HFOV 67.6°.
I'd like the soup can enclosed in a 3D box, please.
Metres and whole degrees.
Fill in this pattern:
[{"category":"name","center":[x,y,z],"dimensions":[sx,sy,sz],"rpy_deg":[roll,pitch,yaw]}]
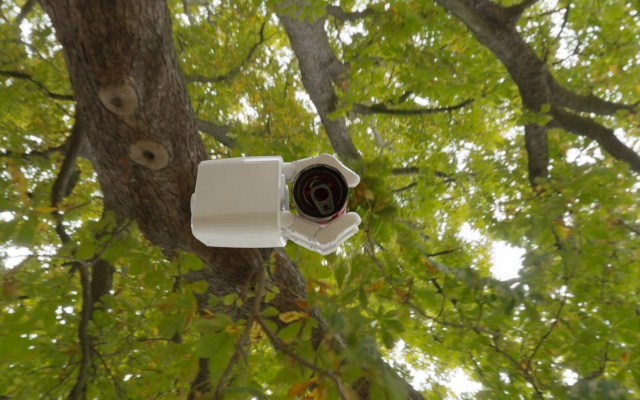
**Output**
[{"category":"soup can","center":[0.001,0.002,0.608],"dimensions":[0.068,0.068,0.102],"rpy_deg":[0,-15,1]}]
